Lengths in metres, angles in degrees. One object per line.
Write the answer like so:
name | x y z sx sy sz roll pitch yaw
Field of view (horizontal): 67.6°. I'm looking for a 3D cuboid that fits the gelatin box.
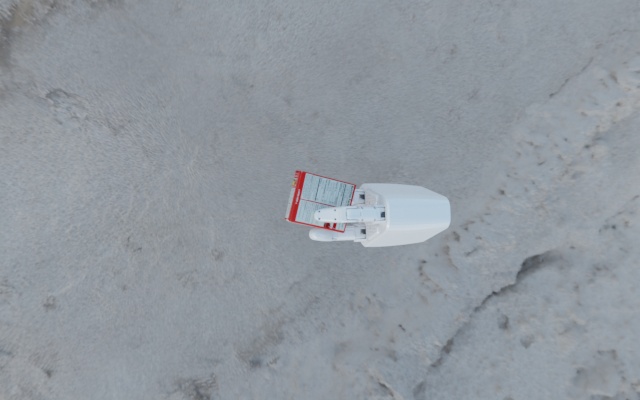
gelatin box | 0.000 0.002 0.684 0.089 0.073 0.030 13 0 -21
